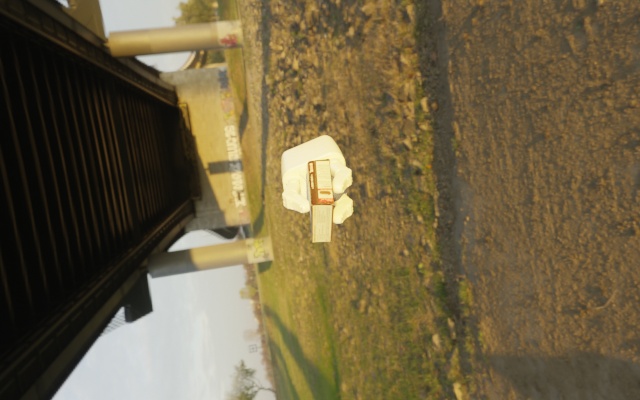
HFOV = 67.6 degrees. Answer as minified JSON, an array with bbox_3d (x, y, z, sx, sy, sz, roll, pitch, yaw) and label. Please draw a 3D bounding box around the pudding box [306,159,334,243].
[{"bbox_3d":[0.000,0.002,0.769,0.039,0.090,0.114,-5,-35,-2],"label":"pudding box"}]
